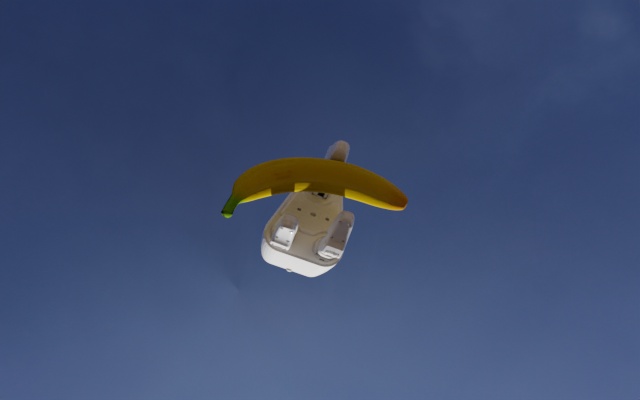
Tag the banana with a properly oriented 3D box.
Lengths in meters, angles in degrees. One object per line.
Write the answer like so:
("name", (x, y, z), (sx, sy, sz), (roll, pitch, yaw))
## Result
("banana", (-0.006, -0.015, 0.504), (0.198, 0.069, 0.037), (-3, -24, -15))
